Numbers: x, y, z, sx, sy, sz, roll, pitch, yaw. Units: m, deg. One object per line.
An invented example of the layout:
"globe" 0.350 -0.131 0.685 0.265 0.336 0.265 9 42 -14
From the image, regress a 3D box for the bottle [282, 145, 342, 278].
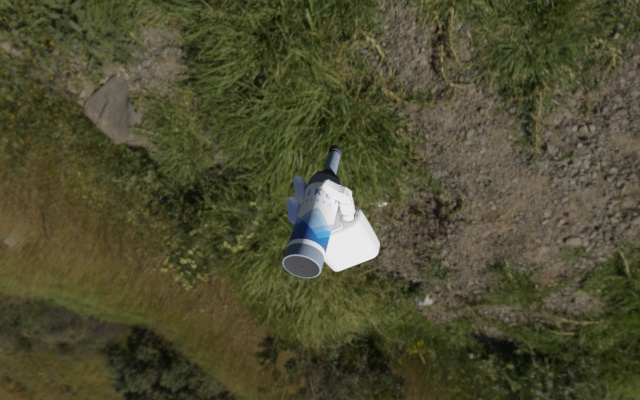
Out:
"bottle" 0.000 0.003 0.885 0.069 0.295 0.069 9 -41 8
